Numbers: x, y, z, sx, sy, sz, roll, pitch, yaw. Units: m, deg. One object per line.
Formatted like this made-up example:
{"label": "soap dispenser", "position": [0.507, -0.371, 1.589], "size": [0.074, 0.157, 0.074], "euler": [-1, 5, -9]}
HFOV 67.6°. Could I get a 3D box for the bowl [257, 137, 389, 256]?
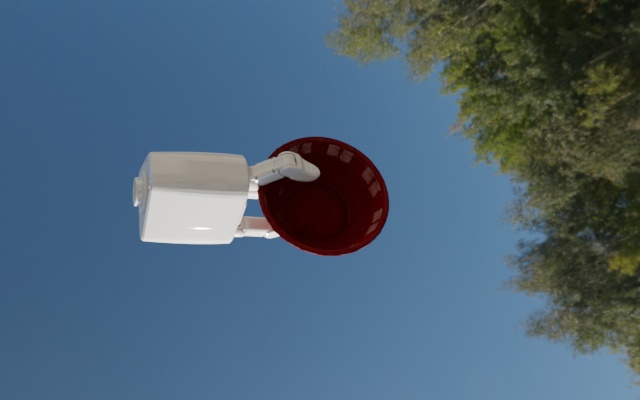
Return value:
{"label": "bowl", "position": [0.001, 0.002, 0.591], "size": [0.162, 0.162, 0.055], "euler": [0, -27, -14]}
